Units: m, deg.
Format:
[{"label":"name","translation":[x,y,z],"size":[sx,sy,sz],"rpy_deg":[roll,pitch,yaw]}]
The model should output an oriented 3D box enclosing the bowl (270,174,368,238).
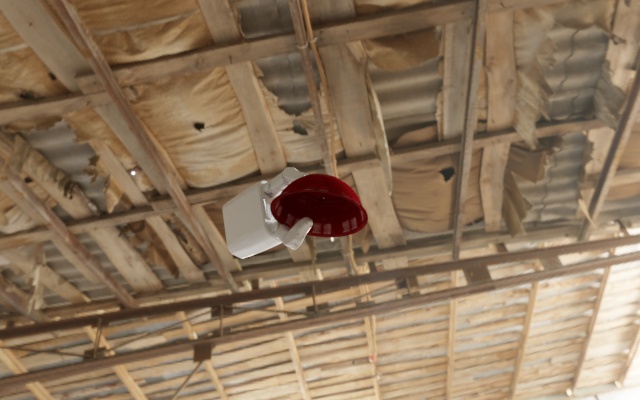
[{"label":"bowl","translation":[0.001,0.002,0.794],"size":[0.162,0.055,0.162],"rpy_deg":[6,-29,4]}]
